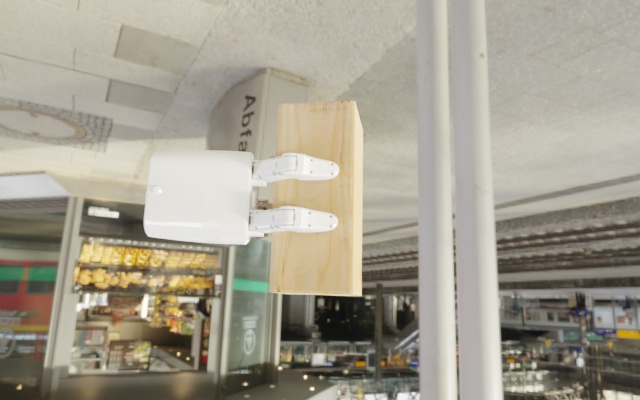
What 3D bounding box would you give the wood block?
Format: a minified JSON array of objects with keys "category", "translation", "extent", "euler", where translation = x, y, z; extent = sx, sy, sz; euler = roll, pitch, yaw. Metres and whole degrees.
[{"category":"wood block","translation":[0.000,0.002,0.542],"extent":[0.090,0.206,0.091],"euler":[0,-12,10]}]
